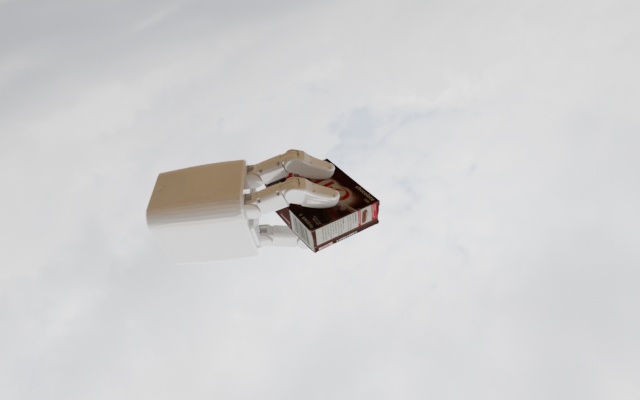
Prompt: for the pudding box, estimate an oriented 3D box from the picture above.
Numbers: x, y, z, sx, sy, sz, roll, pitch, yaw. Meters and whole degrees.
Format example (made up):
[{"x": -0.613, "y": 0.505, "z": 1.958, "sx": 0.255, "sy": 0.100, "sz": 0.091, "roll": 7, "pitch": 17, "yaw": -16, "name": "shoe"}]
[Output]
[{"x": 0.000, "y": 0.002, "z": 0.552, "sx": 0.090, "sy": 0.039, "sz": 0.113, "roll": -24, "pitch": 43, "yaw": -22, "name": "pudding box"}]
